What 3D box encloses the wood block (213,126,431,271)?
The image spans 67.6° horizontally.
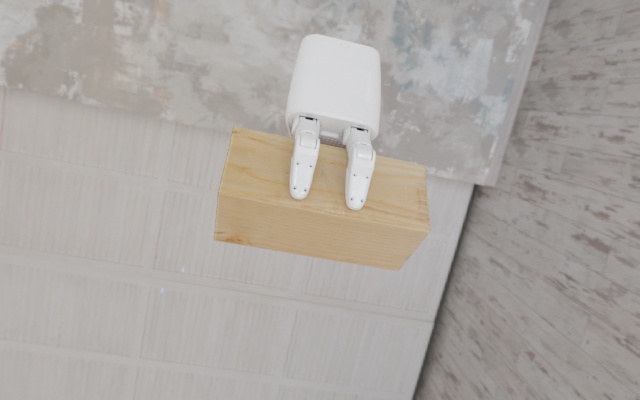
[{"bbox_3d":[0.000,0.001,0.507,0.206,0.090,0.091,11,-36,-9],"label":"wood block"}]
